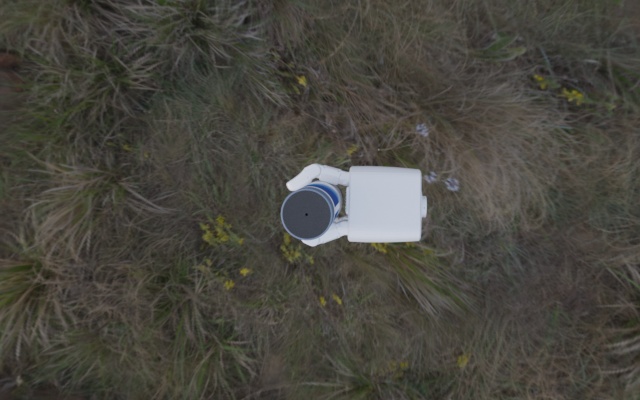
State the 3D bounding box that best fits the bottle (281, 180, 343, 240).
[{"bbox_3d":[0.000,0.002,0.745,0.069,0.069,0.295,0,6,7],"label":"bottle"}]
